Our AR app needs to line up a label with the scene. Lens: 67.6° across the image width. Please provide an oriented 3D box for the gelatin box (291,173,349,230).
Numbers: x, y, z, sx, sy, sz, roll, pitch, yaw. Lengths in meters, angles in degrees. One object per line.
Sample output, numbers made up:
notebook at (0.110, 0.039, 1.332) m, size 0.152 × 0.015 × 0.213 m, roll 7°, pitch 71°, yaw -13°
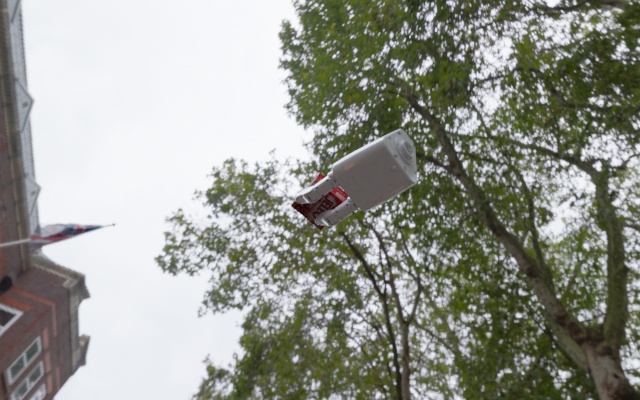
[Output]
gelatin box at (0.000, 0.003, 0.861) m, size 0.089 × 0.073 × 0.030 m, roll -44°, pitch 11°, yaw 41°
